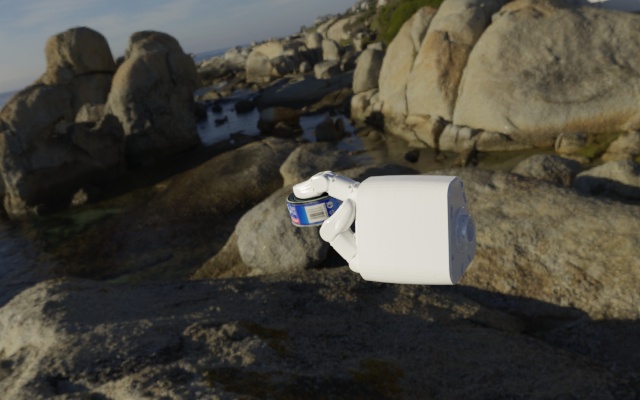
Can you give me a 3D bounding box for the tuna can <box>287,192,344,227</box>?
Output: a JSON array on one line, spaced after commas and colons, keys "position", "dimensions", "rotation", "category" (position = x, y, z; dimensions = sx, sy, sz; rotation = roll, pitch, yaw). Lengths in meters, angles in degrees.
[{"position": [0.000, 0.001, 0.619], "dimensions": [0.086, 0.034, 0.086], "rotation": [-15, 16, 4], "category": "tuna can"}]
